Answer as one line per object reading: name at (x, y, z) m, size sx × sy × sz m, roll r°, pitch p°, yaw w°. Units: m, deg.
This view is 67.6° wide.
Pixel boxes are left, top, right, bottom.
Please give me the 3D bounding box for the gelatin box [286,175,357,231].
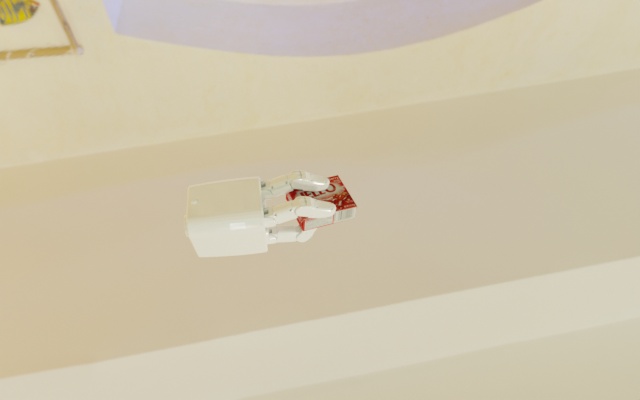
gelatin box at (0.000, 0.003, 0.719) m, size 0.089 × 0.030 × 0.073 m, roll -13°, pitch 48°, yaw -18°
